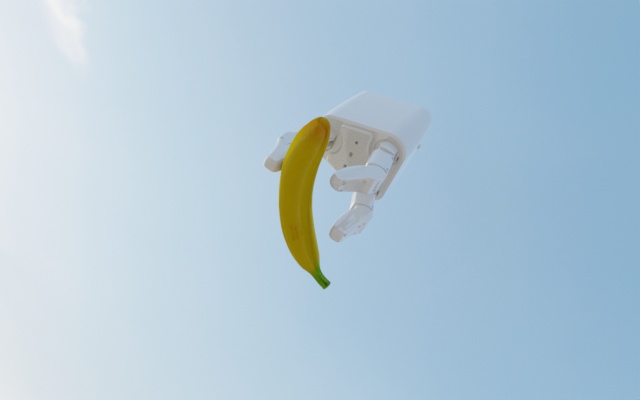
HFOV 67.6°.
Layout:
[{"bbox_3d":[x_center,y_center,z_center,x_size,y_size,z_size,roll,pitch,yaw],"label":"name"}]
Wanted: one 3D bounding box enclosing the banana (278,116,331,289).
[{"bbox_3d":[-0.015,0.000,0.503,0.069,0.198,0.037,17,36,29],"label":"banana"}]
